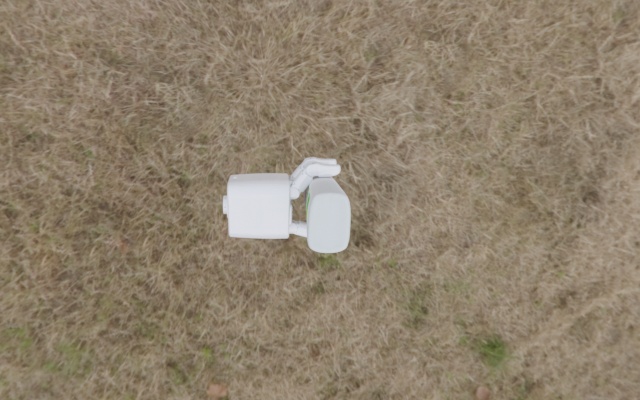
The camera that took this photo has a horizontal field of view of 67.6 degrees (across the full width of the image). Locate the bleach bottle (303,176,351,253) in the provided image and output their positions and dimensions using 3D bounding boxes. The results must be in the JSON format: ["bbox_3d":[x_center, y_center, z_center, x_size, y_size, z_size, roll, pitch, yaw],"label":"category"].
[{"bbox_3d":[0.000,0.003,0.853,0.068,0.102,0.250,1,14,-7],"label":"bleach bottle"}]
